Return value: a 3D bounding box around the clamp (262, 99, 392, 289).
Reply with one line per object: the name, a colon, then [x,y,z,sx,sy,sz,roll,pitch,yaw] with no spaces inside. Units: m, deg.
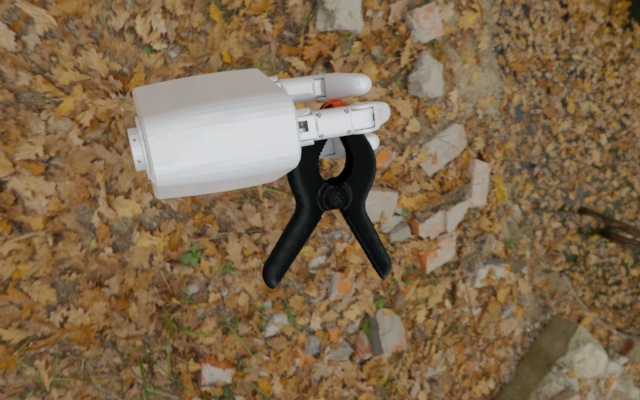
clamp: [0.000,0.001,0.417,0.120,0.171,0.039,-12,15,-19]
